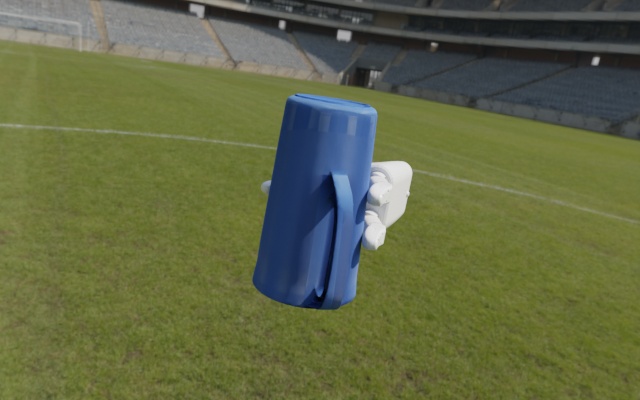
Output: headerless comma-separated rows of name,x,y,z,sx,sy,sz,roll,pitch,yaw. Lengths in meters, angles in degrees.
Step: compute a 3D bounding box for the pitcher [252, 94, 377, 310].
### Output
pitcher,0.000,0.002,0.575,0.149,0.243,0.145,16,16,26
